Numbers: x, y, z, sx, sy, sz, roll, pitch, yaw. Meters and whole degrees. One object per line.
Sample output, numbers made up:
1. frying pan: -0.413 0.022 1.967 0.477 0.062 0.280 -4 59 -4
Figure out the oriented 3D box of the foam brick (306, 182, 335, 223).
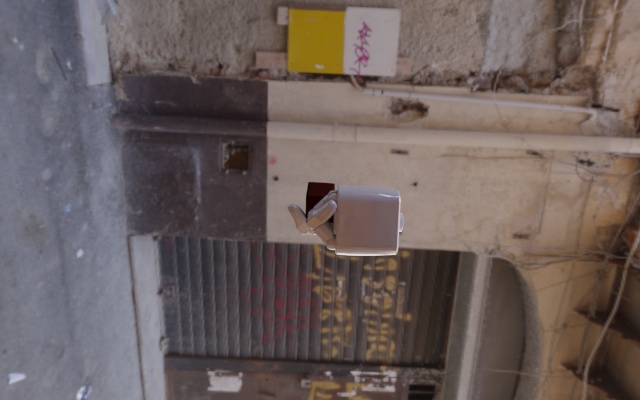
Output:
1. foam brick: 0.000 0.003 0.879 0.051 0.053 0.078 2 21 1
